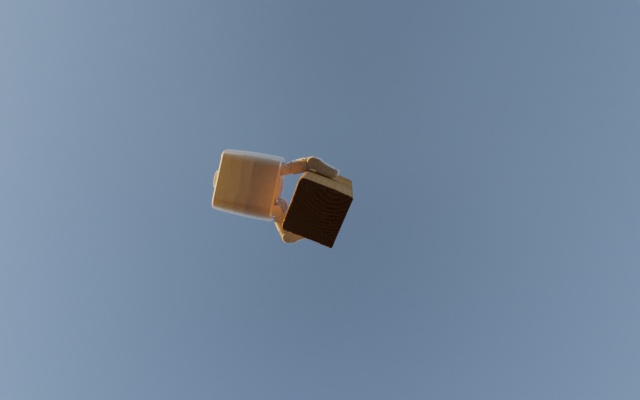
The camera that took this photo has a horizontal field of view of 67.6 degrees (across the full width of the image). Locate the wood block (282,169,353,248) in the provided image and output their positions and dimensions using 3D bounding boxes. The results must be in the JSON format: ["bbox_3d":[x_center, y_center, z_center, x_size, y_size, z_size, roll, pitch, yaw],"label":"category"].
[{"bbox_3d":[0.000,0.002,0.841,0.090,0.091,0.206,22,10,-1],"label":"wood block"}]
